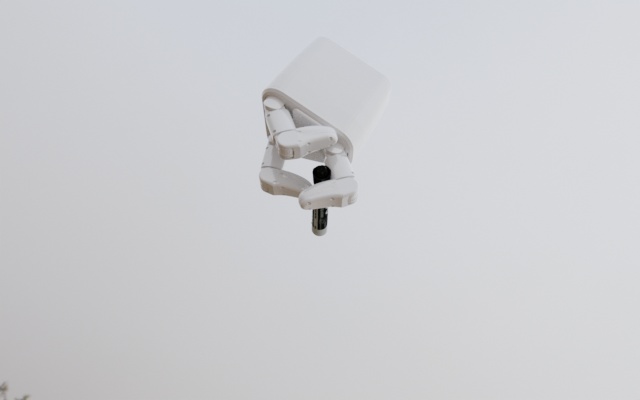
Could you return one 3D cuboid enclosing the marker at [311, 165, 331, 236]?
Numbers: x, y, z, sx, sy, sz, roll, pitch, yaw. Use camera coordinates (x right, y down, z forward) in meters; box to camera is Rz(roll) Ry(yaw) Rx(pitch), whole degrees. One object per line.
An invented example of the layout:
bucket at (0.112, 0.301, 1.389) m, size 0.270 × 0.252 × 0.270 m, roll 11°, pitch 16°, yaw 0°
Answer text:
marker at (0.000, 0.002, 0.516) m, size 0.020 × 0.020 × 0.121 m, roll 0°, pitch -33°, yaw -1°
